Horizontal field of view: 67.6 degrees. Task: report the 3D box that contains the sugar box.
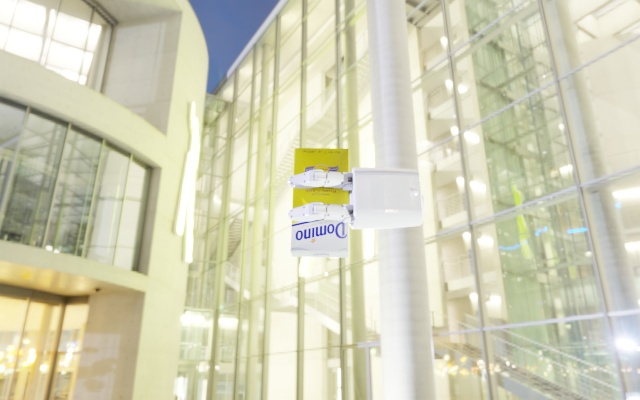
[{"bbox_3d":[0.000,0.002,0.775,0.093,0.176,0.048,0,-21,1],"label":"sugar box"}]
